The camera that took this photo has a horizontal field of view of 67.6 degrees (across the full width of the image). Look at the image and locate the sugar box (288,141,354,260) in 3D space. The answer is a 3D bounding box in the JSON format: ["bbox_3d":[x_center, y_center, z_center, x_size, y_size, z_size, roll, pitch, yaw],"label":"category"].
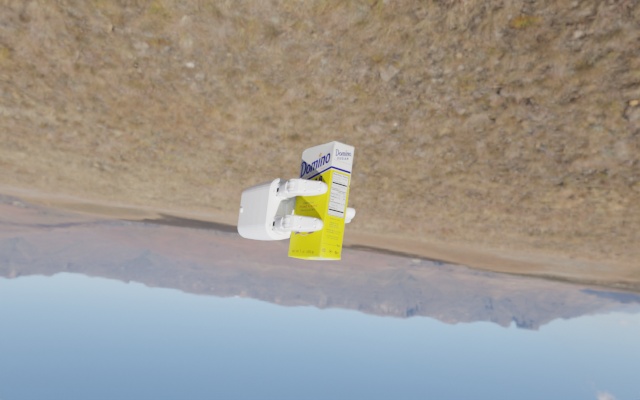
[{"bbox_3d":[0.000,0.002,0.738,0.048,0.176,0.093,11,-11,-34],"label":"sugar box"}]
